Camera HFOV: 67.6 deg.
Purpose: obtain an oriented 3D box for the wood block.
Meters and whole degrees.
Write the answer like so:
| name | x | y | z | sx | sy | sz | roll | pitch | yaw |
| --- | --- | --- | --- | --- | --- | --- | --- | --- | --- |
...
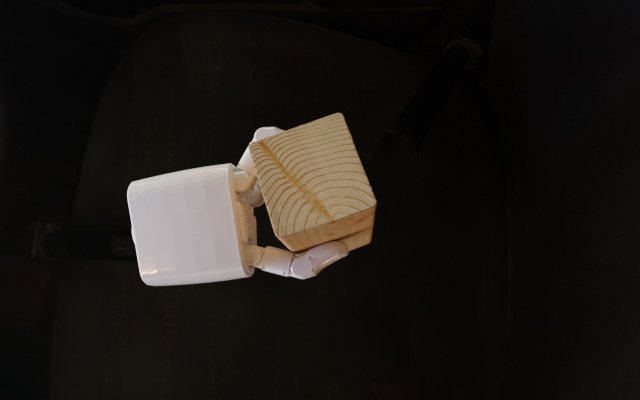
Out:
| name | x | y | z | sx | sy | sz | roll | pitch | yaw |
| --- | --- | --- | --- | --- | --- | --- | --- | --- | --- |
| wood block | 0.000 | 0.002 | 0.502 | 0.090 | 0.090 | 0.206 | -19 | -14 | 0 |
